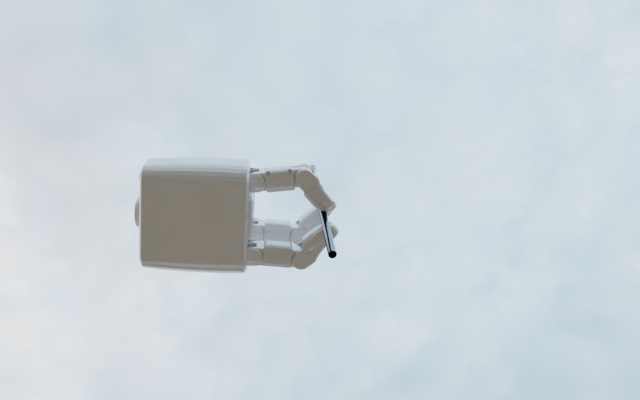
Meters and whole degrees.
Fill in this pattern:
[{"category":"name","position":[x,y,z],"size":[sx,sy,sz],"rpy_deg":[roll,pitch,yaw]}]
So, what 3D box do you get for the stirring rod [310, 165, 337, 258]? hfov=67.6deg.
[{"category":"stirring rod","position":[0.000,0.002,0.536],"size":[0.011,0.011,0.239],"rpy_deg":[0,23,-6]}]
